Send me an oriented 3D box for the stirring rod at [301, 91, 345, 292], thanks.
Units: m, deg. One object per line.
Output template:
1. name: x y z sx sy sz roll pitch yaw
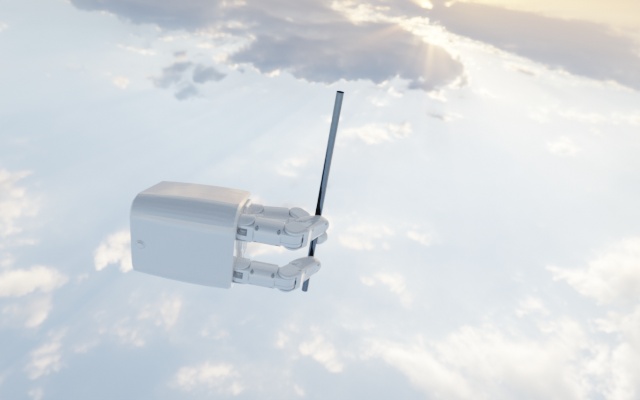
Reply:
1. stirring rod: 0.000 0.002 0.507 0.011 0.240 0.011 8 29 -4
